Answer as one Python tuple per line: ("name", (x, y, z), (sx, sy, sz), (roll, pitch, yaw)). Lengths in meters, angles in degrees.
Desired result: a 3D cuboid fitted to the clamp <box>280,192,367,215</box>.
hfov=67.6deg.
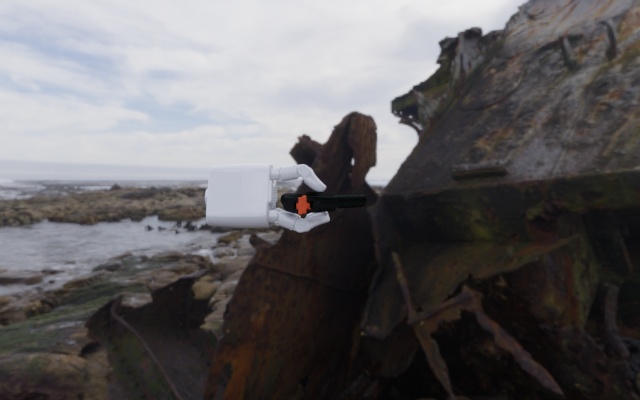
("clamp", (0.000, 0.002, 0.821), (0.164, 0.036, 0.210), (-1, 2, 3))
